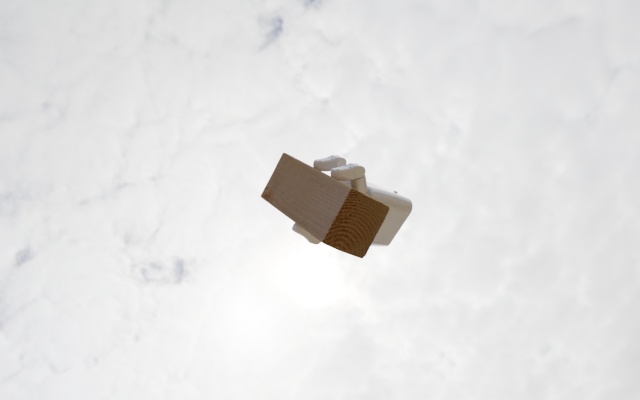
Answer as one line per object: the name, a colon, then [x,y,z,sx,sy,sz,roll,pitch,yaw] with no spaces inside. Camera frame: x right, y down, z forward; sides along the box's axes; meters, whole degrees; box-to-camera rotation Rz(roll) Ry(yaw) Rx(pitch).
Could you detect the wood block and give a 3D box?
wood block: [0.000,0.003,0.772,0.090,0.091,0.206,25,4,-38]
